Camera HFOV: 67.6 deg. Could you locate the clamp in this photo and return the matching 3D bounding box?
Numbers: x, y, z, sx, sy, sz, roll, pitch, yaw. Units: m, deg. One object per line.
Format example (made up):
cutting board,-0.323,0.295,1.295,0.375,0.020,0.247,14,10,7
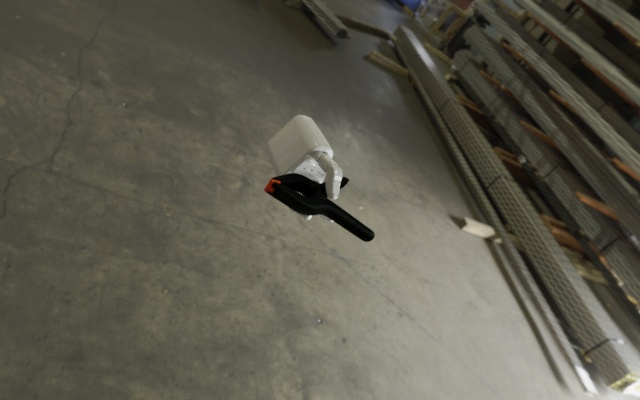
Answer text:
clamp,0.000,0.002,0.856,0.210,0.036,0.164,9,39,-38
